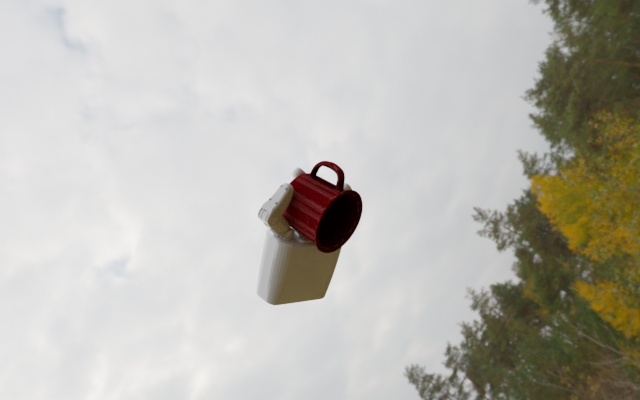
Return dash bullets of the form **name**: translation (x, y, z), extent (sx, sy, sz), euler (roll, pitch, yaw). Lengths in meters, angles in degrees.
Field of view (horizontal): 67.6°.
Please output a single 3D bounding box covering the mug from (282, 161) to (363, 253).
- **mug**: translation (0.000, 0.001, 0.653), extent (0.081, 0.117, 0.093), euler (30, 29, 35)
